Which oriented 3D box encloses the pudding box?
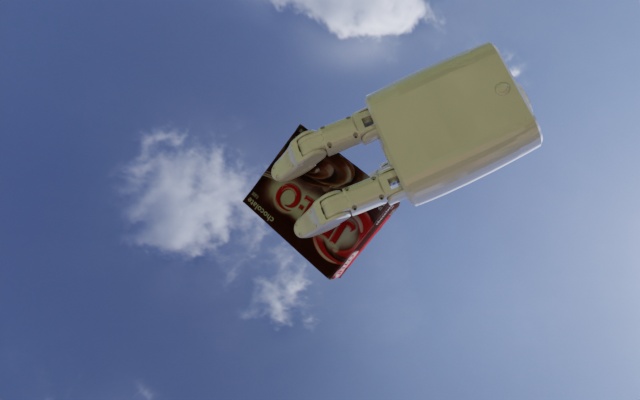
[{"bbox_3d":[0.000,0.001,0.429,0.113,0.090,0.039,40,6,21],"label":"pudding box"}]
